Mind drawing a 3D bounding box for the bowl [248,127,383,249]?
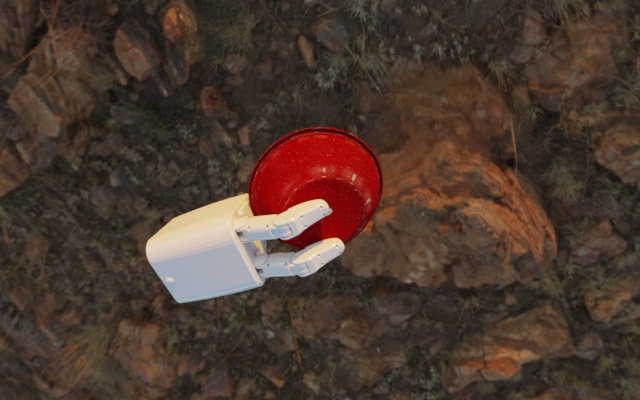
[{"bbox_3d":[0.001,0.001,0.542,0.162,0.162,0.055,0,30,-11],"label":"bowl"}]
